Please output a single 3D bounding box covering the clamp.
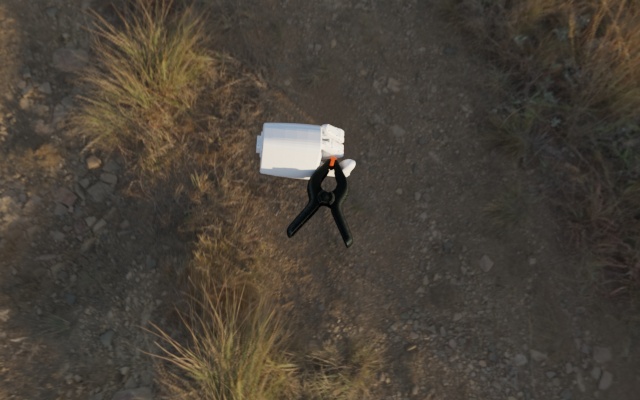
[{"bbox_3d":[0.000,0.003,0.882,0.120,0.171,0.039,3,-20,-5],"label":"clamp"}]
